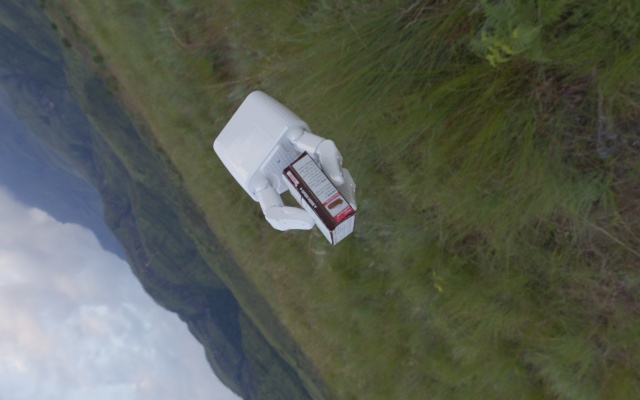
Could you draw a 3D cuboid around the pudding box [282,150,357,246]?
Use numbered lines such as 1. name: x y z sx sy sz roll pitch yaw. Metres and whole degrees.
1. pudding box: 0.000 0.002 0.555 0.039 0.090 0.113 -39 -11 -4
